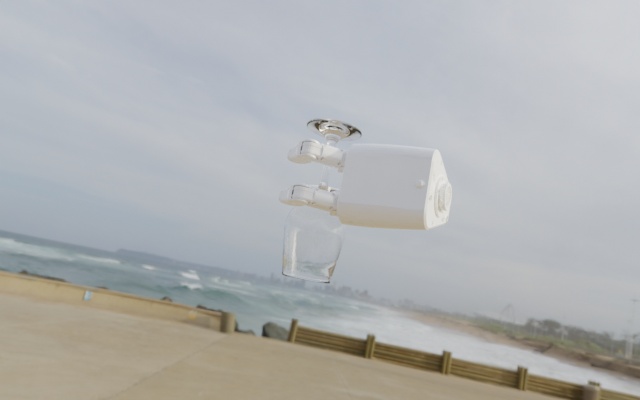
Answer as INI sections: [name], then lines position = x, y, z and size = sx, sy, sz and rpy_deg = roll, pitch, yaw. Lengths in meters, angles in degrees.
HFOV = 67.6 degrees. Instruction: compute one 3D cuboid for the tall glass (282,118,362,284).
[tall glass]
position = 0.000, 0.001, 0.613
size = 0.079, 0.201, 0.079
rpy_deg = 11, -11, 2
